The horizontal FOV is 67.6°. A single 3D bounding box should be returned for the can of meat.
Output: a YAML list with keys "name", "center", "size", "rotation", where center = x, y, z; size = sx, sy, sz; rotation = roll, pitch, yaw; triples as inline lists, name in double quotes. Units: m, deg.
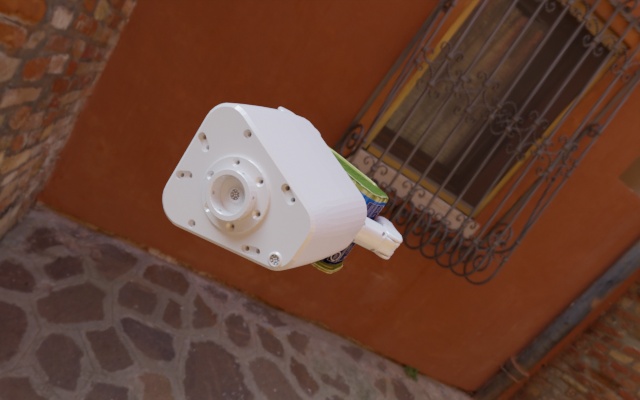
- name: "can of meat"
  center: [0.000, 0.001, 0.442]
  size: [0.102, 0.084, 0.057]
  rotation: [40, 16, 17]
